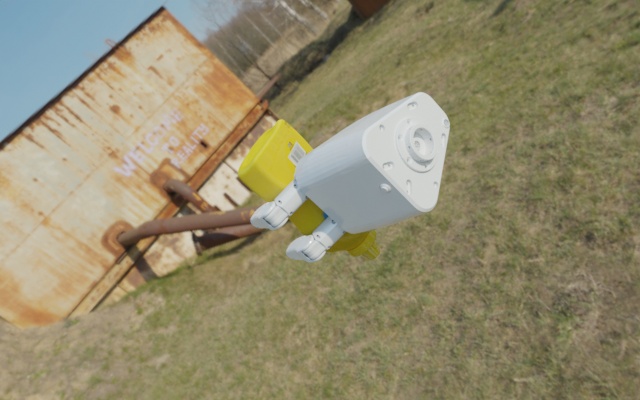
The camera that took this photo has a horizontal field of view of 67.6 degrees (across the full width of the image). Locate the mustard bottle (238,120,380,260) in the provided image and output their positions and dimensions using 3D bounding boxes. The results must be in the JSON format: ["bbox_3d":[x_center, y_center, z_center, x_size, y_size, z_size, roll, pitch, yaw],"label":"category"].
[{"bbox_3d":[0.000,0.002,0.543,0.058,0.192,0.096,-35,21,34],"label":"mustard bottle"}]
